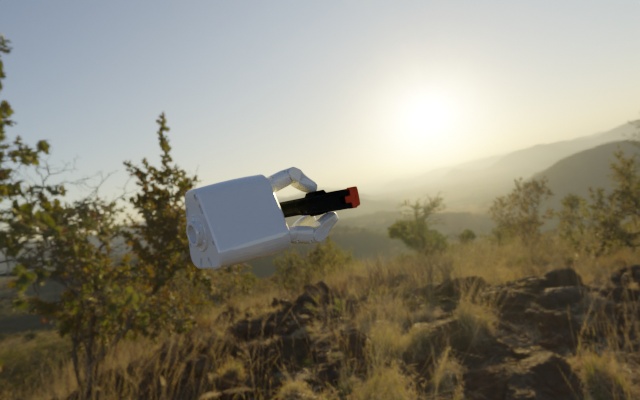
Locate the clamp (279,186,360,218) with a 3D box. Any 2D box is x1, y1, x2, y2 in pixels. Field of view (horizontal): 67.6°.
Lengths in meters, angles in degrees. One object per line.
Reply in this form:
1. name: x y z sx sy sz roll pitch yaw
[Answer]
1. clamp: 0.000 0.002 0.725 0.164 0.036 0.210 -14 2 -38
